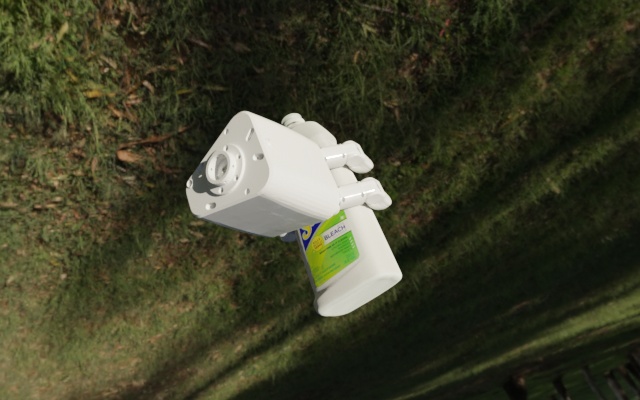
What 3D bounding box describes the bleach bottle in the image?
[{"bbox_3d":[0.000,0.002,0.571,0.102,0.250,0.068,-37,-30,24],"label":"bleach bottle"}]
